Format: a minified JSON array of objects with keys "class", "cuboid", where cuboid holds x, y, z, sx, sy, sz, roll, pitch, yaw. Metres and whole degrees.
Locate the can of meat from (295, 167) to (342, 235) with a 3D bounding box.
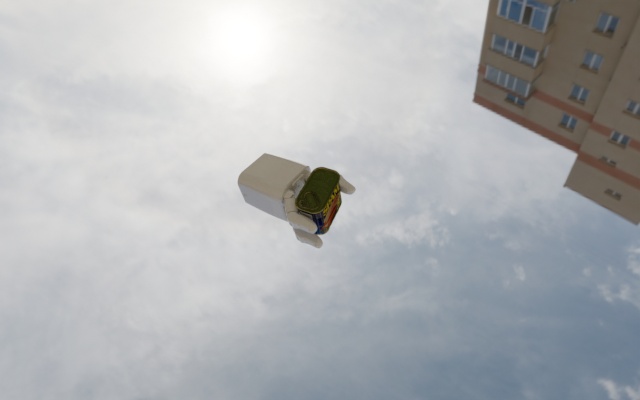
[{"class":"can of meat","cuboid":[0.000,0.003,0.898,0.057,0.102,0.084,18,-30,20]}]
